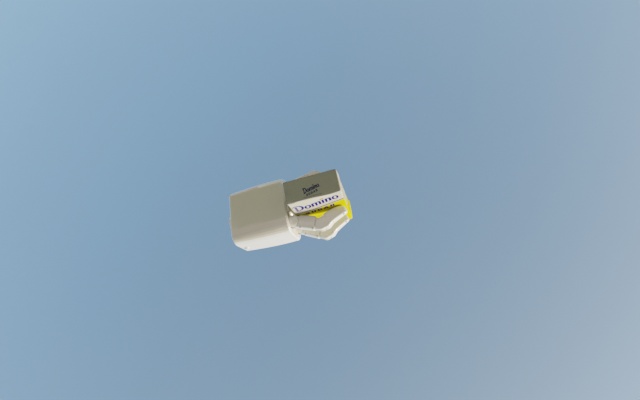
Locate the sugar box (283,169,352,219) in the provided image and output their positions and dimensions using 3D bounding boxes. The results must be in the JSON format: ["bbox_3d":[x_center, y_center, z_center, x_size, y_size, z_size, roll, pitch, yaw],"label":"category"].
[{"bbox_3d":[0.000,0.003,0.847,0.093,0.048,0.176,-15,-16,6],"label":"sugar box"}]
